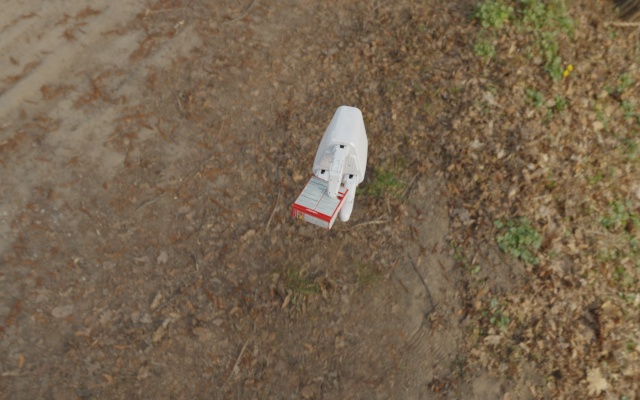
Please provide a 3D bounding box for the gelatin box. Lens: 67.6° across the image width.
[{"bbox_3d":[0.000,0.003,0.842,0.073,0.030,0.089,21,47,12],"label":"gelatin box"}]
